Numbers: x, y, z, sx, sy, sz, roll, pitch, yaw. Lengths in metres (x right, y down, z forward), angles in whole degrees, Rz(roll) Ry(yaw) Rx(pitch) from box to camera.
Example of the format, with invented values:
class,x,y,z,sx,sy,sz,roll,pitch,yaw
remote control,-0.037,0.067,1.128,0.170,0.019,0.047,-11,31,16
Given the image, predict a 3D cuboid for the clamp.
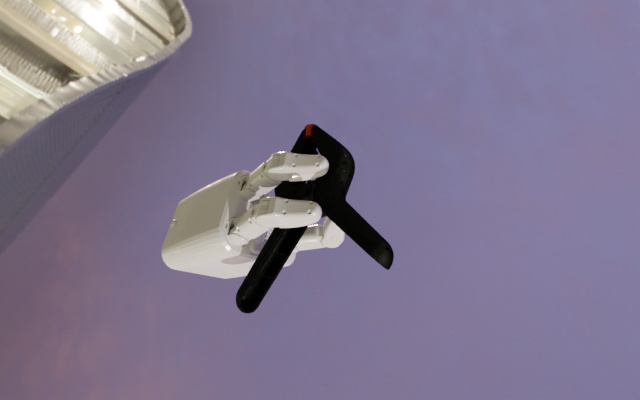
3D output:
class,x,y,z,sx,sy,sz,roll,pitch,yaw
clamp,0.000,0.002,0.470,0.164,0.209,0.036,-16,-42,32
